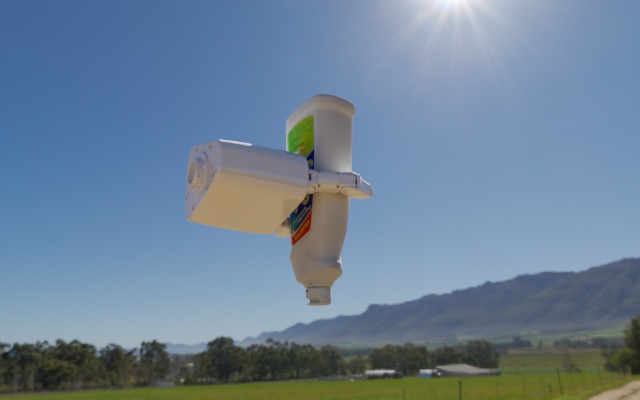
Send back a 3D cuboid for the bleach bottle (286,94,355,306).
[{"bbox_3d":[0.000,0.002,0.597,0.068,0.250,0.102,10,-21,-32],"label":"bleach bottle"}]
